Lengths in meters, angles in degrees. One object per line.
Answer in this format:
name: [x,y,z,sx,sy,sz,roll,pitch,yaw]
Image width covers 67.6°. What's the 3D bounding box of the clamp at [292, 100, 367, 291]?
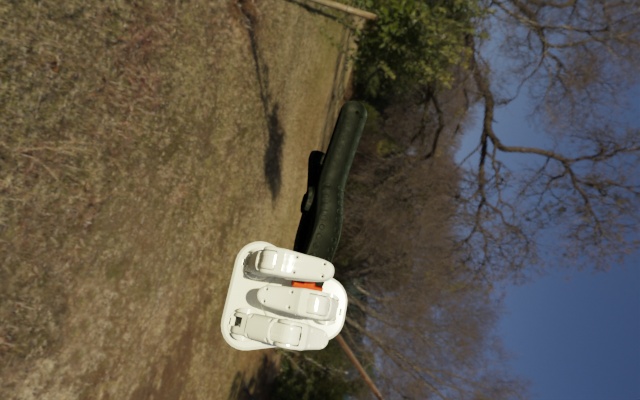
clamp: [0.001,0.002,0.455,0.039,0.171,0.120,17,-15,-6]
